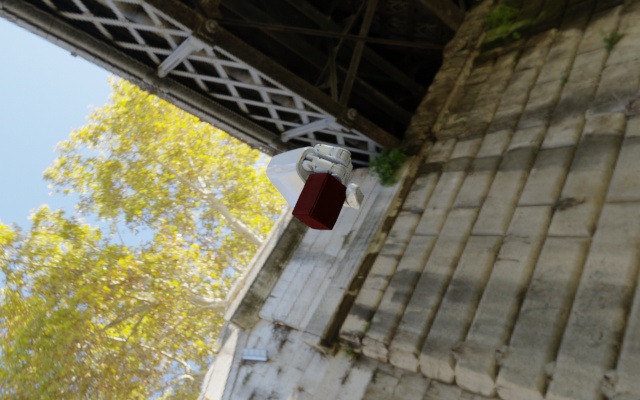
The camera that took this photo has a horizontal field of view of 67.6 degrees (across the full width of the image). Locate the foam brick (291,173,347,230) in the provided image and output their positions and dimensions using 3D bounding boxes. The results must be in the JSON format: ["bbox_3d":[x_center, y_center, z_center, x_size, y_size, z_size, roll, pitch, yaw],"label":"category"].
[{"bbox_3d":[0.000,0.003,0.760,0.053,0.078,0.051,37,-24,-32],"label":"foam brick"}]
